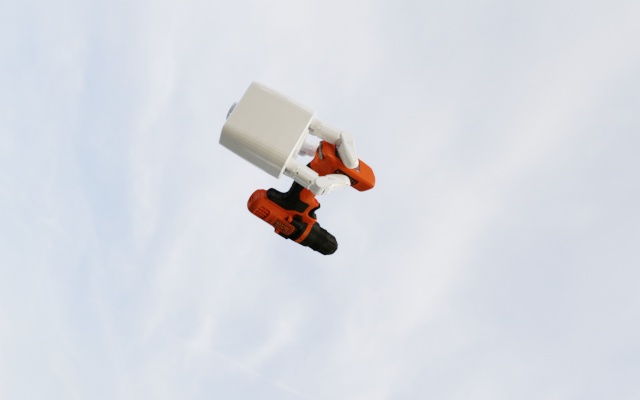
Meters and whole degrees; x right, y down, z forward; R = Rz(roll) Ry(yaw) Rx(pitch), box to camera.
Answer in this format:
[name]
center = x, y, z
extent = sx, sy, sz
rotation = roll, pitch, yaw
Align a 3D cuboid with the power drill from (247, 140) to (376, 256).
[power drill]
center = 0.000, 0.002, 0.782
extent = 0.184, 0.057, 0.188
rotation = 33, -59, -25
